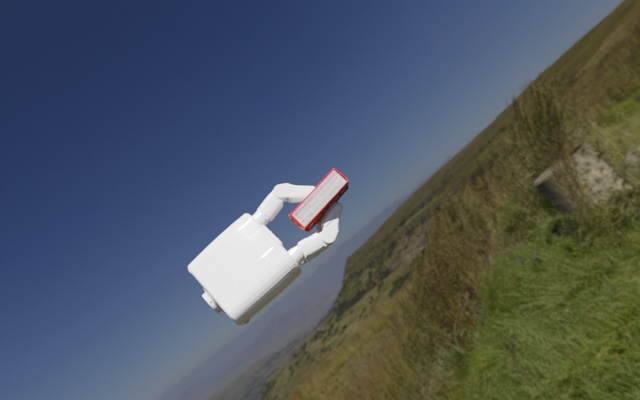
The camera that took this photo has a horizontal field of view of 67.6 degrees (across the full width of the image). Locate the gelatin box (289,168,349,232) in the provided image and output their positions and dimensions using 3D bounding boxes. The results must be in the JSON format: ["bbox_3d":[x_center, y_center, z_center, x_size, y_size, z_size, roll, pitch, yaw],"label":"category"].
[{"bbox_3d":[0.000,0.002,0.649,0.030,0.089,0.073,42,-2,6],"label":"gelatin box"}]
